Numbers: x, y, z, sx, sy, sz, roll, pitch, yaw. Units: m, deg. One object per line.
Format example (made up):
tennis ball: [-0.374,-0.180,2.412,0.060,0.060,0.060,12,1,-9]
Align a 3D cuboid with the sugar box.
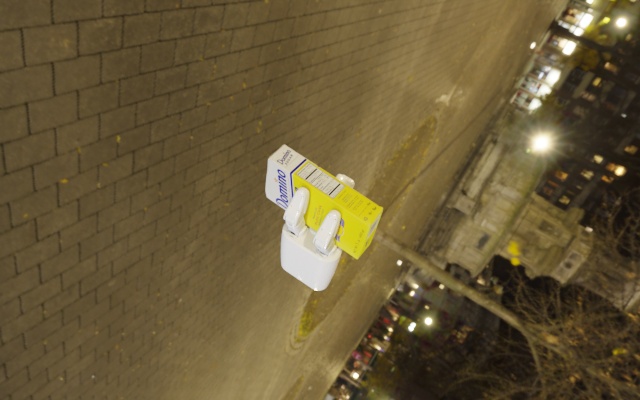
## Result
sugar box: [0.000,0.003,0.694,0.176,0.048,0.093,31,-36,14]
